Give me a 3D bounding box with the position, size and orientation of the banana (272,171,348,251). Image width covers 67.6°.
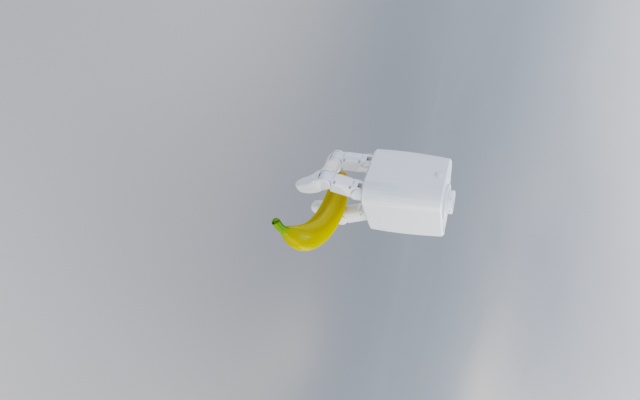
[{"bbox_3d":[0.001,0.021,0.674,0.037,0.070,0.197,3,23,27],"label":"banana"}]
